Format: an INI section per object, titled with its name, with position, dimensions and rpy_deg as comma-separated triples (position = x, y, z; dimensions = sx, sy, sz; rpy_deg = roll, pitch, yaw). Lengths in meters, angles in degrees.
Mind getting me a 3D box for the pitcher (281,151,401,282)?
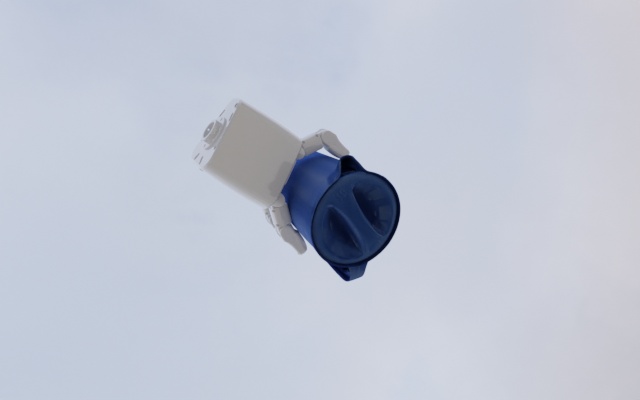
[pitcher]
position = 0.000, 0.002, 0.716
dimensions = 0.145, 0.149, 0.242
rpy_deg = 33, 1, -31
